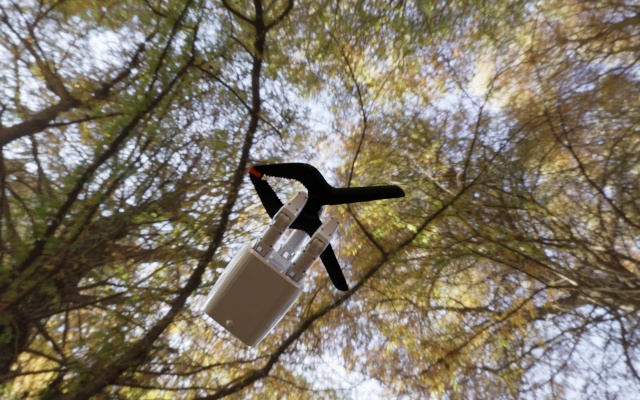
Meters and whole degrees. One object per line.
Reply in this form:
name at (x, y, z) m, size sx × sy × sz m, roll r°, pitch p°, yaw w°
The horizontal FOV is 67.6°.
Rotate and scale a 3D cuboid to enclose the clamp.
clamp at (0.000, 0.002, 0.661) m, size 0.210 × 0.164 × 0.036 m, roll 37°, pitch 3°, yaw 1°
